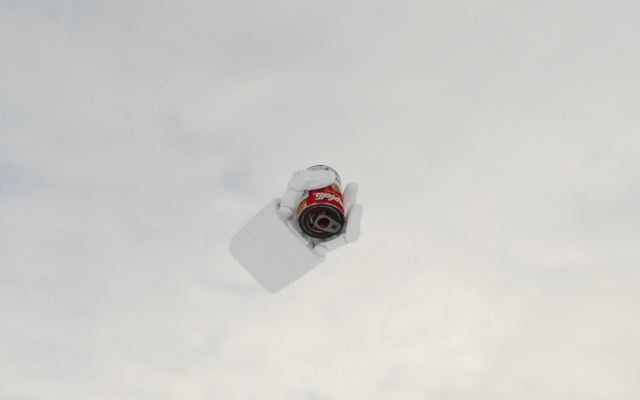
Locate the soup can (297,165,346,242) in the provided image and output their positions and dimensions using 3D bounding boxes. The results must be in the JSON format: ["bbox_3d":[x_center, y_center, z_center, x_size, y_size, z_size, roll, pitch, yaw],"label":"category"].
[{"bbox_3d":[0.000,0.002,0.692,0.068,0.069,0.102,0,35,-2],"label":"soup can"}]
